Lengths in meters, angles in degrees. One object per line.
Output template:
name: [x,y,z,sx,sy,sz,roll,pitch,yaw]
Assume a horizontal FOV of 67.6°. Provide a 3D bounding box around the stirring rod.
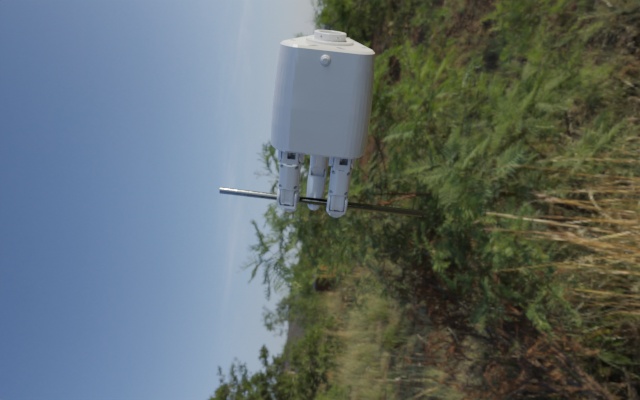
stirring rod: [0.000,0.002,0.566,0.239,0.011,0.011,7,0,1]
